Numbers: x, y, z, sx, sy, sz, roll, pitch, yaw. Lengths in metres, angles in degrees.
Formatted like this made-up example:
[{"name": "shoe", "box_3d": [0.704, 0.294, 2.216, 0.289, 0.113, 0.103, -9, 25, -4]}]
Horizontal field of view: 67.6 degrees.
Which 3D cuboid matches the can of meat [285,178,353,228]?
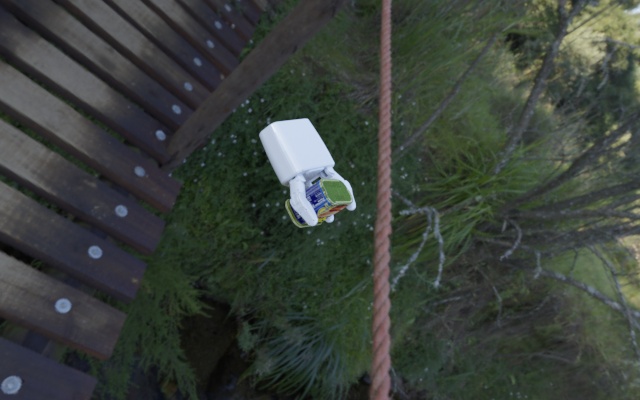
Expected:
[{"name": "can of meat", "box_3d": [0.000, 0.003, 0.872, 0.084, 0.057, 0.102, -33, -14, 25]}]
